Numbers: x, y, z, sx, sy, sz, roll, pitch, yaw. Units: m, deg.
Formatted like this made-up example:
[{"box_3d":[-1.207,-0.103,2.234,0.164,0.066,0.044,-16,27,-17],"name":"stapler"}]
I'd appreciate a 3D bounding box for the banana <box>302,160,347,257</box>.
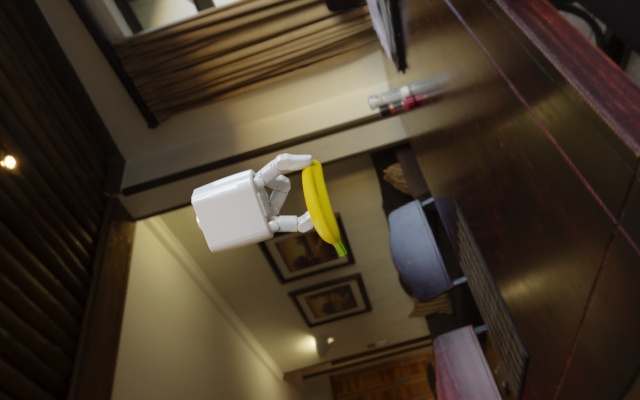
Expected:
[{"box_3d":[-0.004,-0.006,0.752,0.037,0.197,0.070,-18,-38,4],"name":"banana"}]
